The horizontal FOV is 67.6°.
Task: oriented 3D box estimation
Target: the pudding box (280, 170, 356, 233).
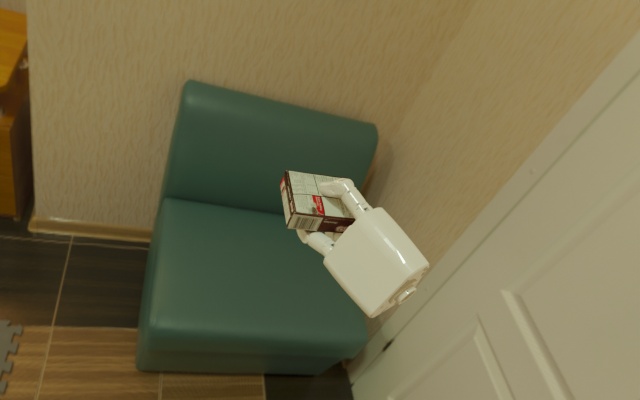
[{"bbox_3d":[0.000,0.002,0.727,0.113,0.090,0.039,8,-45,-23],"label":"pudding box"}]
